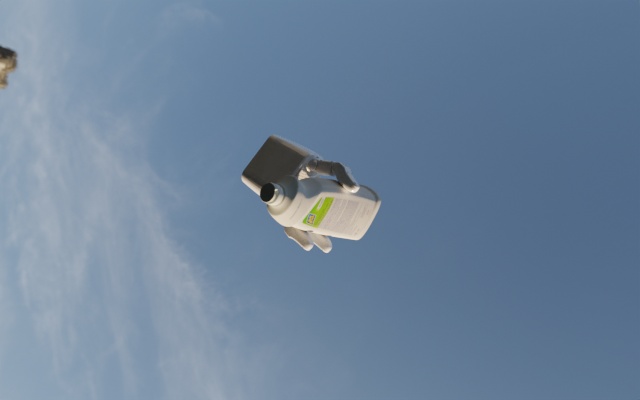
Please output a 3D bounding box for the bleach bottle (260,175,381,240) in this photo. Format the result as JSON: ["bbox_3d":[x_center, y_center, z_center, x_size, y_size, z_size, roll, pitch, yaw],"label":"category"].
[{"bbox_3d":[0.000,0.003,0.772,0.068,0.102,0.251,32,9,36],"label":"bleach bottle"}]
